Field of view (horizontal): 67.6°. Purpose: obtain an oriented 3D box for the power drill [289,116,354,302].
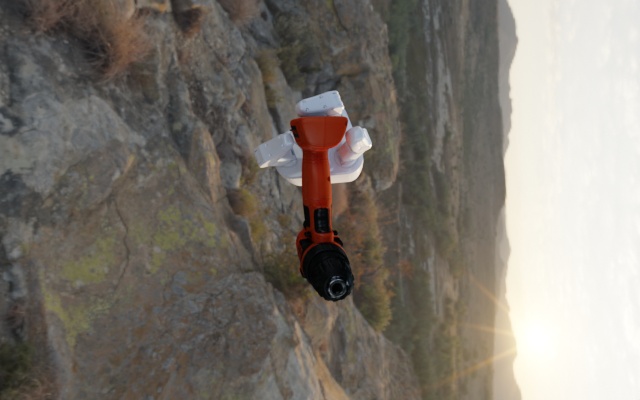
[{"bbox_3d":[0.000,0.001,0.531,0.057,0.188,0.184,-2,10,-10],"label":"power drill"}]
